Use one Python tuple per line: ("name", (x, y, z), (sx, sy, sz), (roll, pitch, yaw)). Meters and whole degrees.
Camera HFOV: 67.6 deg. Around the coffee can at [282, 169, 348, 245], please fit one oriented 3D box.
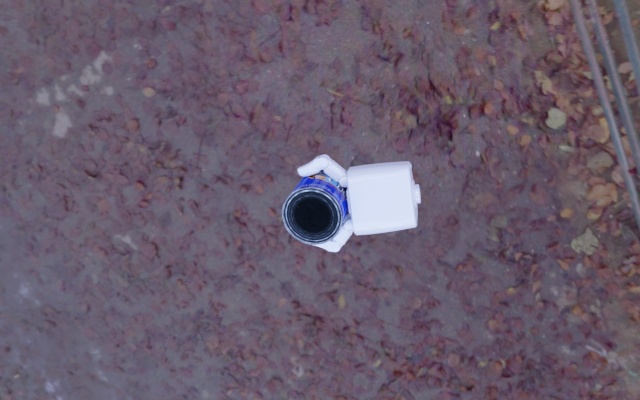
("coffee can", (0.000, 0.003, 0.843), (0.103, 0.103, 0.140), (0, 20, 13))
